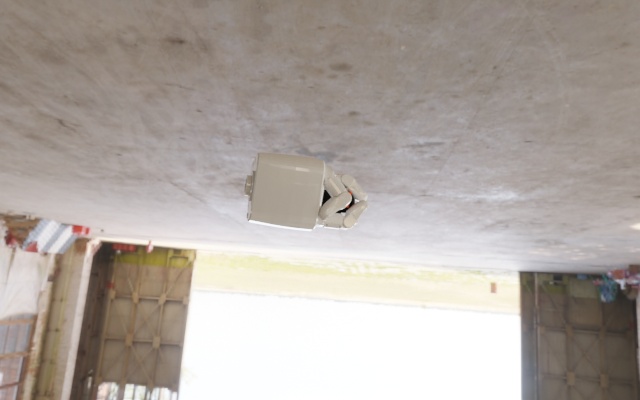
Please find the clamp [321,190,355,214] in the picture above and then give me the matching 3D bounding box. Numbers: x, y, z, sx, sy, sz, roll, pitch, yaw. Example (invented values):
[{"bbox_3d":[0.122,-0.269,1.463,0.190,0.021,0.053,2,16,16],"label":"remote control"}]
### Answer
[{"bbox_3d":[0.000,0.003,0.850,0.120,0.039,0.171,7,-12,-14],"label":"clamp"}]
